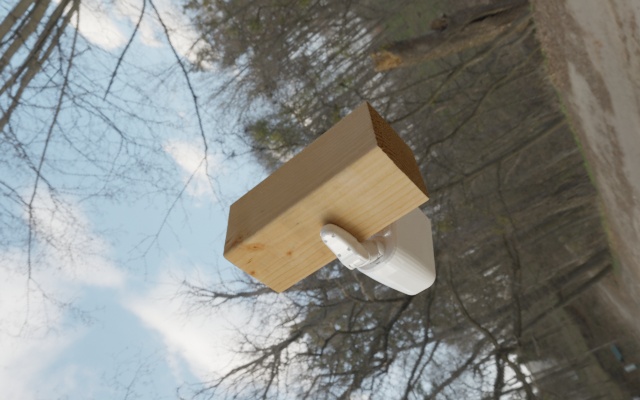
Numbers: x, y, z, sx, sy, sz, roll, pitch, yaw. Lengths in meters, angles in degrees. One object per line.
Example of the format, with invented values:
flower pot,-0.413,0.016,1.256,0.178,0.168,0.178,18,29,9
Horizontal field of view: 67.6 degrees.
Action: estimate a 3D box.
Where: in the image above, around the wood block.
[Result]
wood block,0.000,0.002,0.521,0.206,0.090,0.090,-35,-56,22
